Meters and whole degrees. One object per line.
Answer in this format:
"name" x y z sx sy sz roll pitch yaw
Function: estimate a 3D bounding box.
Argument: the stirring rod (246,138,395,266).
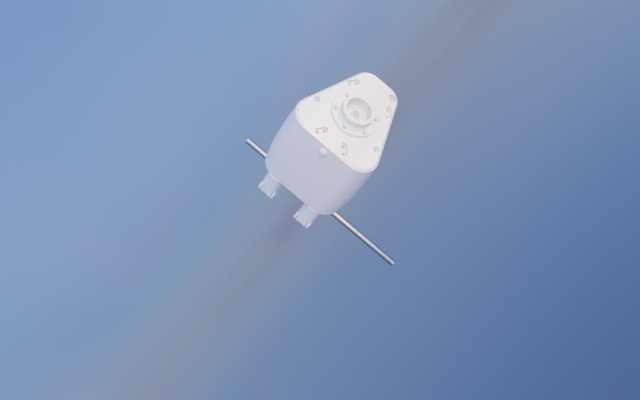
"stirring rod" 0.000 0.002 0.603 0.239 0.011 0.011 40 -1 -1
